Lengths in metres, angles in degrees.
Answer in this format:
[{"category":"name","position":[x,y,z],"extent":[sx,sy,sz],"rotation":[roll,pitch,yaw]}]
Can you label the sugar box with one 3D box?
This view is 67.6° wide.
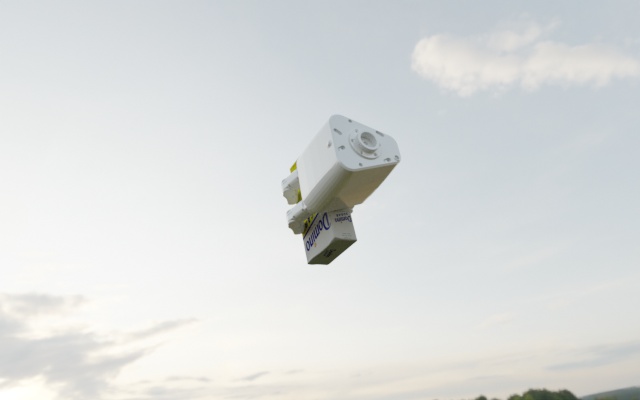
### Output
[{"category":"sugar box","position":[0.000,0.002,0.744],"extent":[0.048,0.176,0.093],"rotation":[7,-33,-28]}]
